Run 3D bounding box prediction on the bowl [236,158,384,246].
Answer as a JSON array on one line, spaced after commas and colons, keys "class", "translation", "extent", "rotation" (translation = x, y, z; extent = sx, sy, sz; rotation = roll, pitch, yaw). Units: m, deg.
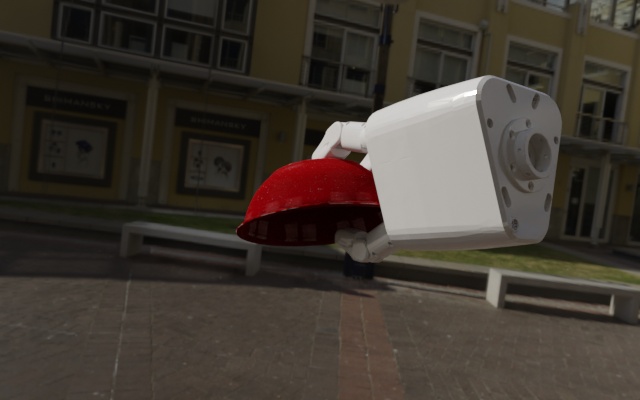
[{"class": "bowl", "translation": [-0.001, 0.001, 0.456], "extent": [0.162, 0.055, 0.162], "rotation": [-5, -16, -2]}]
